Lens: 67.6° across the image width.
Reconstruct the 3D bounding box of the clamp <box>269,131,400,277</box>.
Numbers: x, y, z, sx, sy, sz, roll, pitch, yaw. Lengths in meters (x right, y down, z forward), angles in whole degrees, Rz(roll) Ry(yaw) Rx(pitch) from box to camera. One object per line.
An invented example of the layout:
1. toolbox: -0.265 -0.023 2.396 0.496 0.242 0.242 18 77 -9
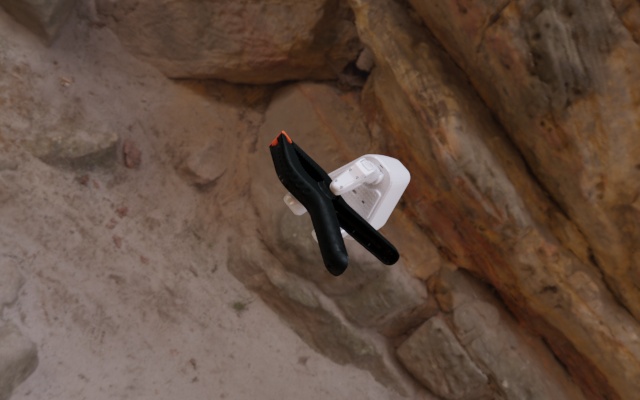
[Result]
1. clamp: 0.000 0.001 0.555 0.036 0.210 0.164 -44 -15 19
